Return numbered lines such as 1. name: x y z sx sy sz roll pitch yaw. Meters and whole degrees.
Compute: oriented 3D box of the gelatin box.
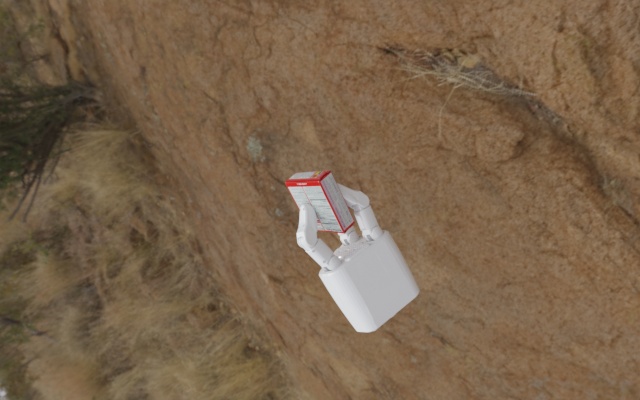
1. gelatin box: 0.000 0.002 0.669 0.073 0.089 0.030 1 36 48
